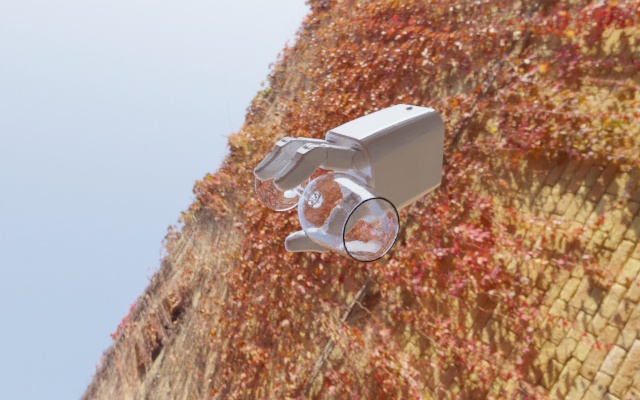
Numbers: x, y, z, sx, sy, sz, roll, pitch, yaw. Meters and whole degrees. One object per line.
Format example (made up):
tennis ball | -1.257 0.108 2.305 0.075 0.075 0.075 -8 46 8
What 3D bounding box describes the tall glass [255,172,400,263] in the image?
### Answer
tall glass | 0.000 0.002 0.510 0.079 0.079 0.201 0 15 -29
